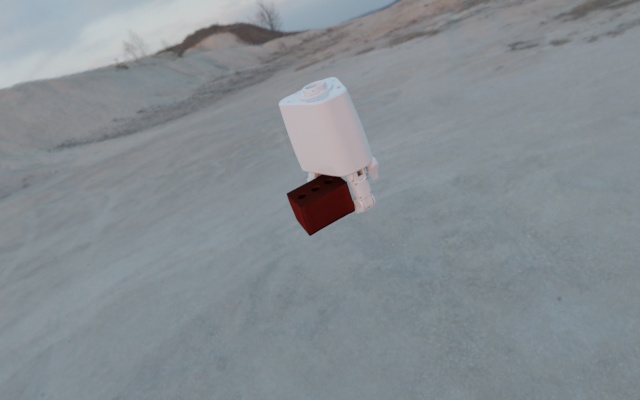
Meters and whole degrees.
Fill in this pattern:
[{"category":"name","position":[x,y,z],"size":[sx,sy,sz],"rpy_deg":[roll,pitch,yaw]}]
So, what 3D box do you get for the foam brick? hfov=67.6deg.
[{"category":"foam brick","position":[0.000,0.002,0.683],"size":[0.078,0.051,0.053],"rpy_deg":[-29,35,-13]}]
